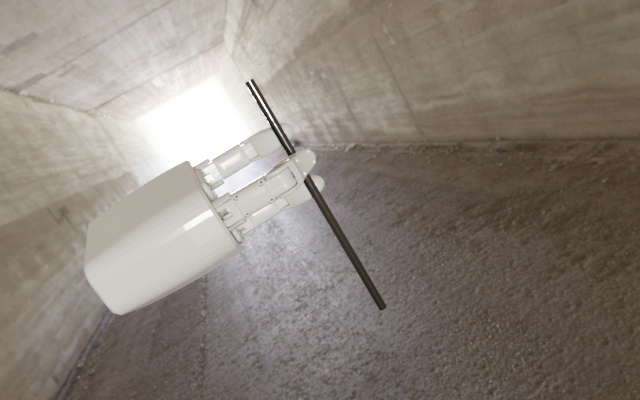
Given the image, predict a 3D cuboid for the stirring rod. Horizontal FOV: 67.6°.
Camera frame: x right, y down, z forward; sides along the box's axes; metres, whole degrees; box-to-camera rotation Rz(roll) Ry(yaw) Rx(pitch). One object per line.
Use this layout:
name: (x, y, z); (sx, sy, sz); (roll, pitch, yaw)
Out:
stirring rod: (0.000, 0.002, 0.424); (0.011, 0.239, 0.011); (-29, 14, 8)
